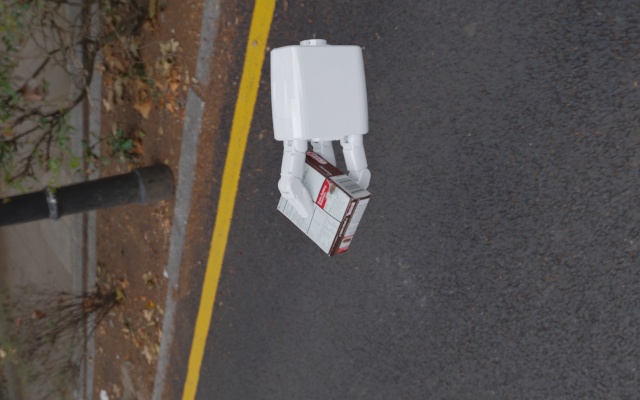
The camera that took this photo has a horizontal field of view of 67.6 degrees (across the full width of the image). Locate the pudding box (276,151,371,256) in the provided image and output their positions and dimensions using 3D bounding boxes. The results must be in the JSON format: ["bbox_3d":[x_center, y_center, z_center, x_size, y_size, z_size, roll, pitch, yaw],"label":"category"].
[{"bbox_3d":[0.000,0.002,0.609,0.039,0.090,0.113,-10,40,-44],"label":"pudding box"}]
